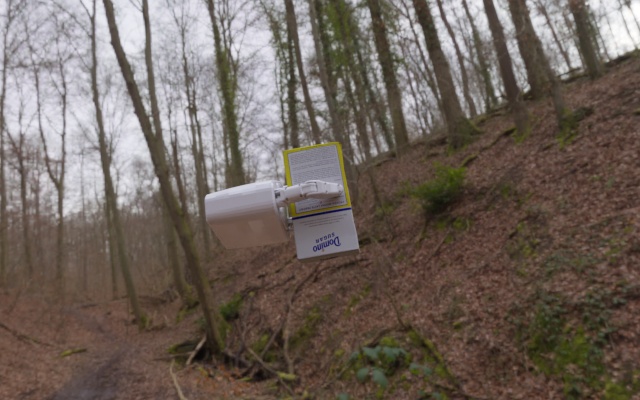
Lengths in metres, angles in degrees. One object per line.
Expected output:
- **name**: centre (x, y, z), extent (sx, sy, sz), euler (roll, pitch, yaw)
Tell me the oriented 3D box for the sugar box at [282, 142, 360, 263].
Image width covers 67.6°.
- **sugar box**: centre (0.000, 0.002, 0.732), extent (0.093, 0.176, 0.048), euler (-10, -16, 4)
